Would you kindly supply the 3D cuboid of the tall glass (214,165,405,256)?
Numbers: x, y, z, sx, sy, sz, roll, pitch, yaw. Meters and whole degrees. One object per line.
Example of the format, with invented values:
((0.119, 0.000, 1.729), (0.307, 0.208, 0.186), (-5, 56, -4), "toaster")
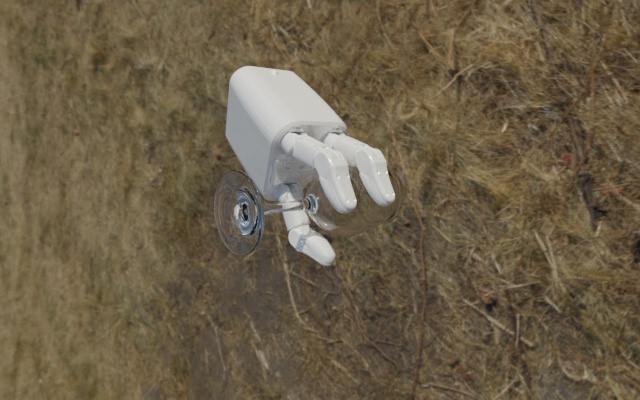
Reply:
((0.000, 0.002, 0.478), (0.201, 0.079, 0.079), (-7, 5, -43), "tall glass")
